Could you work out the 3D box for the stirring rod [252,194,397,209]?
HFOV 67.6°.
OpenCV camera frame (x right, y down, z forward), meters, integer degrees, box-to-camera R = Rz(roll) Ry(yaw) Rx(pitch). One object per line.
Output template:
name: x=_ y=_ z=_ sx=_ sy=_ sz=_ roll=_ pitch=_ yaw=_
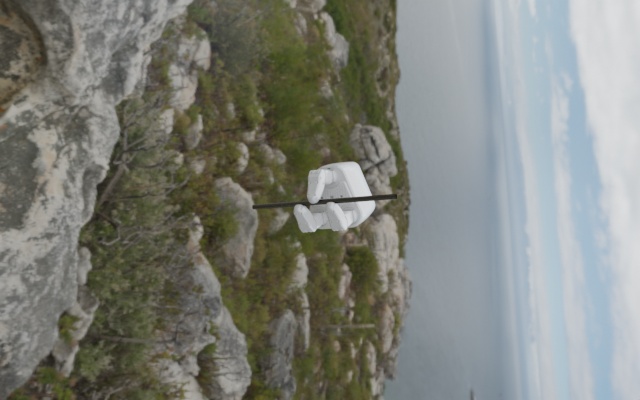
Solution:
stirring rod: x=0.000 y=0.002 z=0.745 sx=0.239 sy=0.011 sz=0.011 roll=-4 pitch=-2 yaw=22
